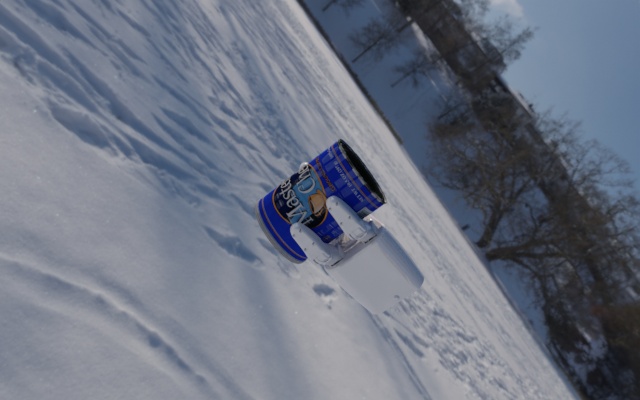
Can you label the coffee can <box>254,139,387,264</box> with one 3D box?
[{"bbox_3d":[0.000,0.002,0.622,0.140,0.103,0.103,-36,-10,14],"label":"coffee can"}]
